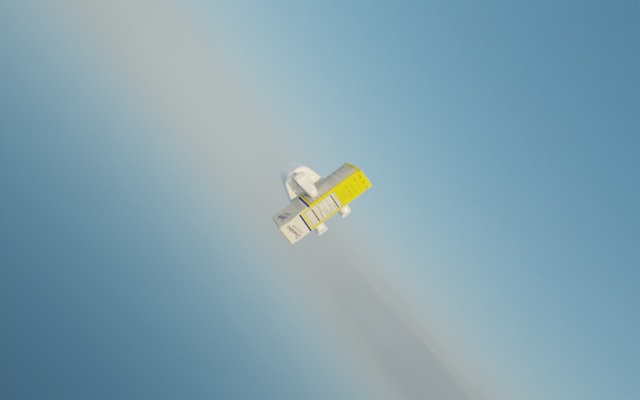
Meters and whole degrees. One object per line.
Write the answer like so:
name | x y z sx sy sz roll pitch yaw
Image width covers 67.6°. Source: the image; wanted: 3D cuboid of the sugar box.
sugar box | 0.001 0.003 0.861 0.176 0.048 0.093 -38 17 -3
